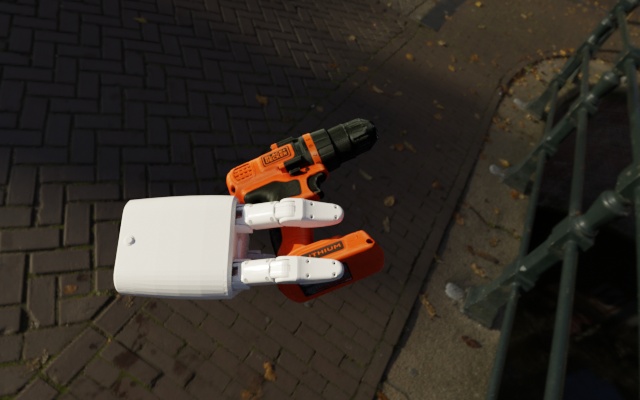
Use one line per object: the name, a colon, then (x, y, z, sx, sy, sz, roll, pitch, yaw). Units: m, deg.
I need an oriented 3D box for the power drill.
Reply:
power drill: (0.000, 0.002, 0.511, 0.184, 0.187, 0.057, -24, -41, 2)
